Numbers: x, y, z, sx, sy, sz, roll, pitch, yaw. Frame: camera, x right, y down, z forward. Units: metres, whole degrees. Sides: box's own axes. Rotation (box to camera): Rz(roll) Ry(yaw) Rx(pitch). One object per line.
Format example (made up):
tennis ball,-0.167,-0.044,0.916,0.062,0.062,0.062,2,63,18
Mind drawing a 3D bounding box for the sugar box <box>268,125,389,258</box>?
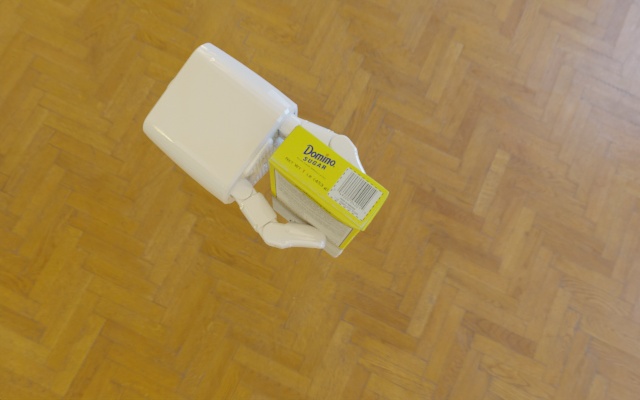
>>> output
sugar box,0.000,0.001,0.451,0.093,0.048,0.176,38,-11,4
